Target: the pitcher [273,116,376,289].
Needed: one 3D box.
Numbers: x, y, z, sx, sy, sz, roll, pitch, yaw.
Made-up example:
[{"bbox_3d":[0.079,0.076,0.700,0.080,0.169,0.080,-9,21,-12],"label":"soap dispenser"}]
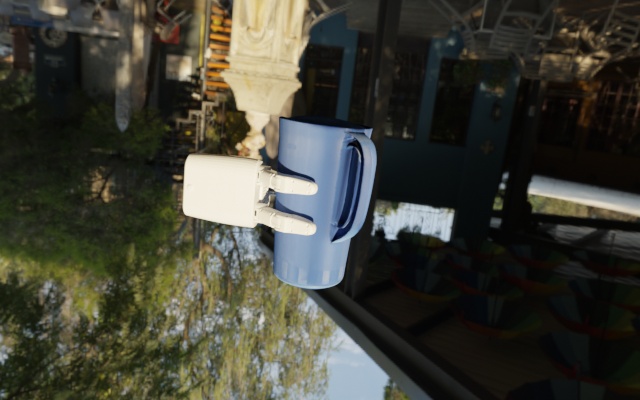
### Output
[{"bbox_3d":[0.000,0.002,0.692,0.145,0.243,0.149,8,13,6],"label":"pitcher"}]
